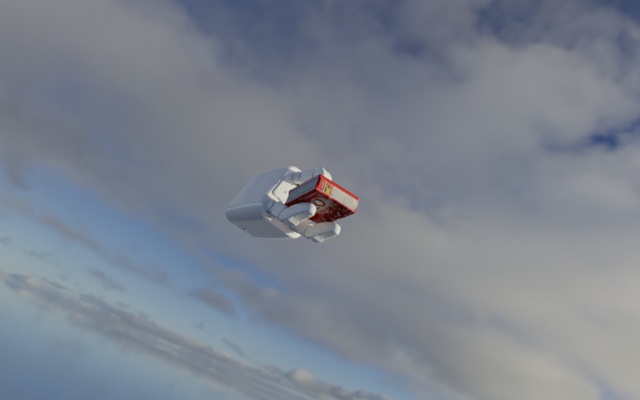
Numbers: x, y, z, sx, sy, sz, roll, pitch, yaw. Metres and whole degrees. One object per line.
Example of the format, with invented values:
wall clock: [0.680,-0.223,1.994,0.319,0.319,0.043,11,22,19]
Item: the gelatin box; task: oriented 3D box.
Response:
gelatin box: [0.000,0.002,0.703,0.073,0.030,0.089,31,-32,-24]
